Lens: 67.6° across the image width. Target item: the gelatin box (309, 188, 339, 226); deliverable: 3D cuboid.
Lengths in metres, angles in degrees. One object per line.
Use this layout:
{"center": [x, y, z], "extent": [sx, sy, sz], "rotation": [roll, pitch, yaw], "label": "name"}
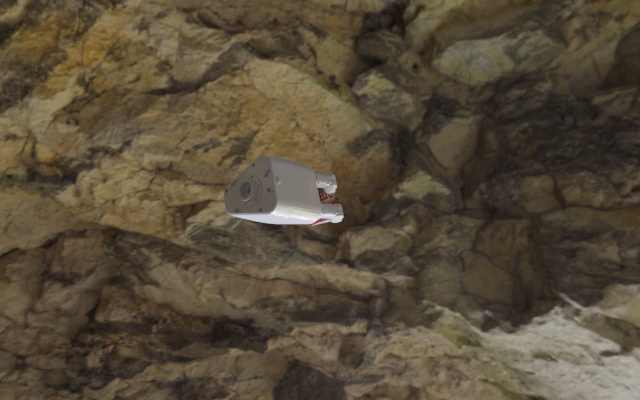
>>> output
{"center": [0.000, 0.003, 0.852], "extent": [0.030, 0.073, 0.089], "rotation": [-21, -6, 28], "label": "gelatin box"}
